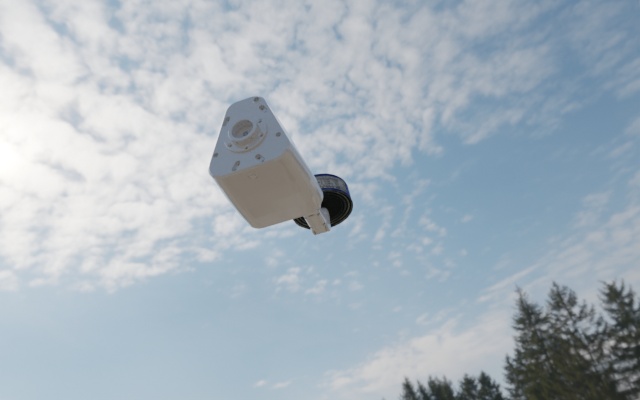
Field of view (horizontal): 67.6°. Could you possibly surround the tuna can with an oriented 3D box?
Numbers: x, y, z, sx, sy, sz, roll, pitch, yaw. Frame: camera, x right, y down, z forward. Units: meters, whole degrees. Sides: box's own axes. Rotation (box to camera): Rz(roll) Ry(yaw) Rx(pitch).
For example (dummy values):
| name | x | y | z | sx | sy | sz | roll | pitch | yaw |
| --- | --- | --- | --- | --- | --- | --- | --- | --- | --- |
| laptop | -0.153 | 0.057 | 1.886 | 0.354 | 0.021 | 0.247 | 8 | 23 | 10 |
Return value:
| name | x | y | z | sx | sy | sz | roll | pitch | yaw |
| --- | --- | --- | --- | --- | --- | --- | --- | --- | --- |
| tuna can | 0.000 | 0.002 | 0.662 | 0.086 | 0.033 | 0.086 | -8 | -38 | -6 |
